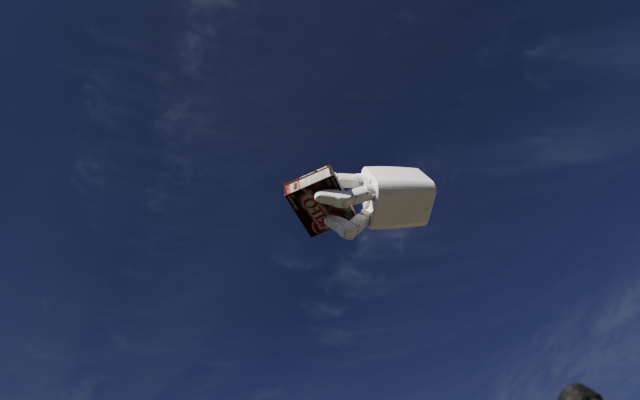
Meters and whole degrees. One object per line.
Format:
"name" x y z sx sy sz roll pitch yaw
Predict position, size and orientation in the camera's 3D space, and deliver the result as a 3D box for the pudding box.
"pudding box" 0.000 0.003 0.820 0.090 0.114 0.039 -24 37 8
